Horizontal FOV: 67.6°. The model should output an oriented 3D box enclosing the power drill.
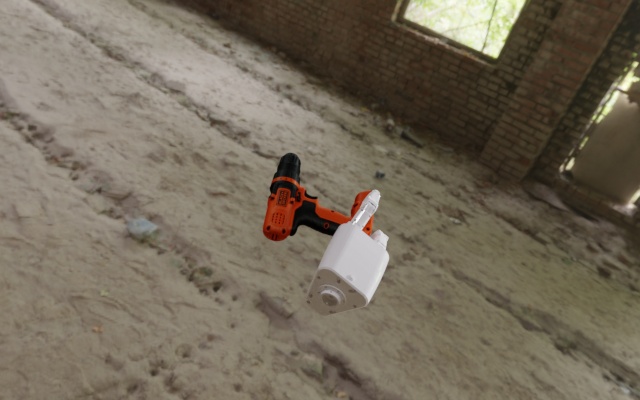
[{"bbox_3d":[0.001,0.003,0.851,0.187,0.184,0.057,11,-34,-3],"label":"power drill"}]
